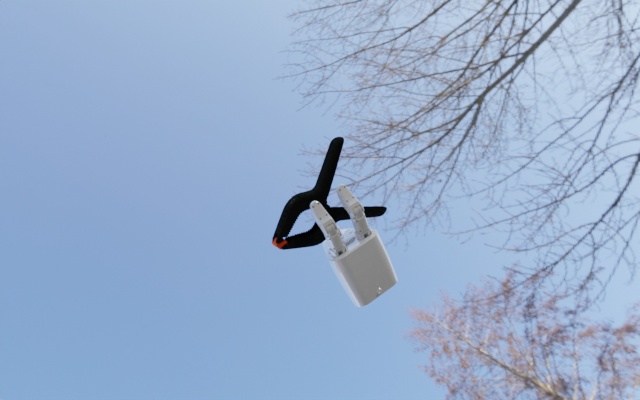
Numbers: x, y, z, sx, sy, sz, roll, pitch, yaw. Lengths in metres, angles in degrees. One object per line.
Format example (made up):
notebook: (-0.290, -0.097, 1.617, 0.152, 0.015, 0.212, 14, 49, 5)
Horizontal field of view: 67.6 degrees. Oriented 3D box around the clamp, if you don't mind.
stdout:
clamp: (-0.001, 0.003, 0.810, 0.210, 0.164, 0.036, -32, 16, -17)
